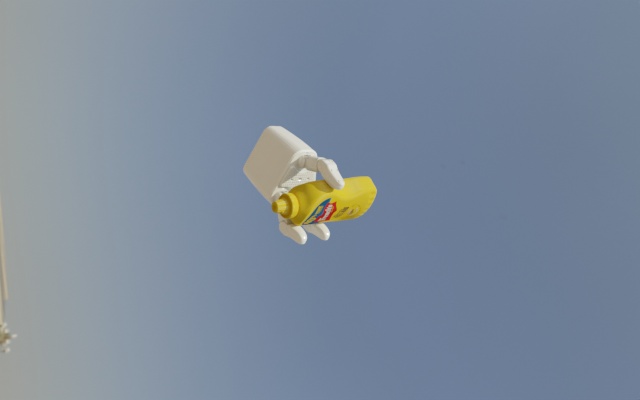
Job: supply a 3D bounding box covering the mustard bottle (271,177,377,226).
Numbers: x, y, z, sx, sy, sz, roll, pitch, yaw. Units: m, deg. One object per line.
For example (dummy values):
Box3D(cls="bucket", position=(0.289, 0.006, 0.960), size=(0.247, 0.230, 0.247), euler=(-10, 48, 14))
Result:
Box3D(cls="mustard bottle", position=(0.000, 0.003, 0.803), size=(0.191, 0.058, 0.096), euler=(-5, -30, -40))
